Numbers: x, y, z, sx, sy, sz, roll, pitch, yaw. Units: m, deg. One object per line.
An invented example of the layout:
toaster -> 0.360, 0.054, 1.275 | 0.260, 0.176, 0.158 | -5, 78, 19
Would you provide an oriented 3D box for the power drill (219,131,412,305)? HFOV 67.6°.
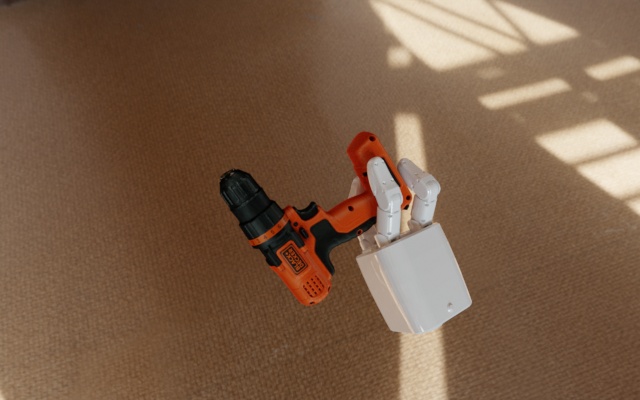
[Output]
power drill -> 0.001, 0.002, 0.557 | 0.187, 0.184, 0.057 | -37, 17, -10
